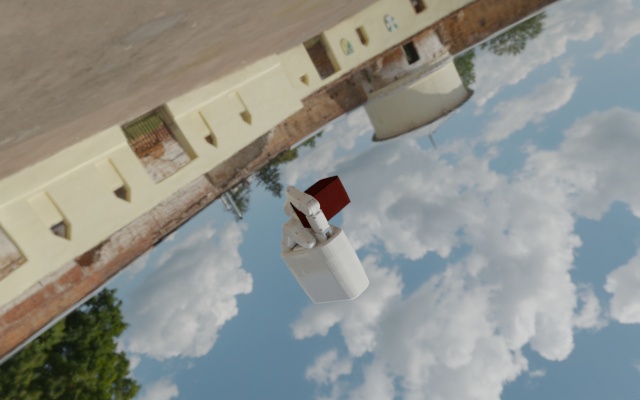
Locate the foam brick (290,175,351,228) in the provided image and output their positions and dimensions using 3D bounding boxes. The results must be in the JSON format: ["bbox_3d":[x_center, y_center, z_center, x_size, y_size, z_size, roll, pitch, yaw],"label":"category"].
[{"bbox_3d":[0.000,0.002,0.785,0.078,0.051,0.053,-39,16,-30],"label":"foam brick"}]
